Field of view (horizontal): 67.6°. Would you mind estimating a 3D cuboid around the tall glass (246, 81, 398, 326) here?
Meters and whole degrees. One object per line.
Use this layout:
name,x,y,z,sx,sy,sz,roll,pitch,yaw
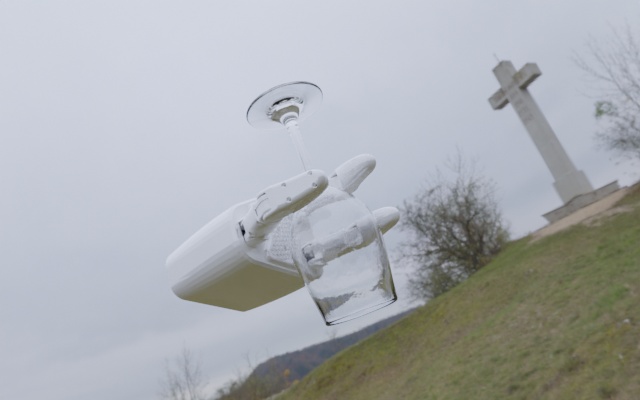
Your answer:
tall glass,0.000,0.001,0.412,0.079,0.201,0.079,-19,-18,-6
